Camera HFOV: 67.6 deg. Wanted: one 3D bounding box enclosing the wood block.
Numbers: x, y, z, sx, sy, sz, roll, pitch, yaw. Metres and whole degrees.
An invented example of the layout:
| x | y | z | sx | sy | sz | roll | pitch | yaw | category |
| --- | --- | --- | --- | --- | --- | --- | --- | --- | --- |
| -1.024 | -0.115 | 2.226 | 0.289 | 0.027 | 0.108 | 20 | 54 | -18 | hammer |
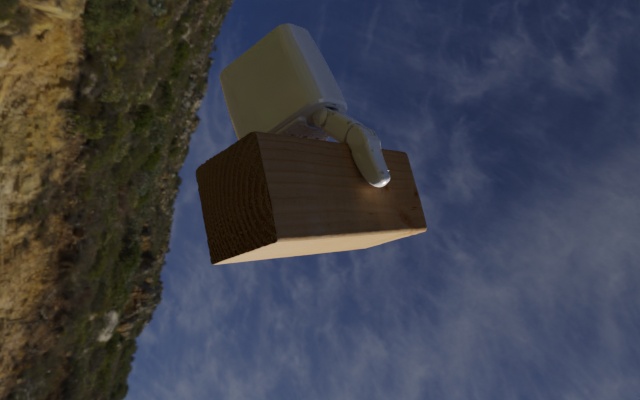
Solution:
| x | y | z | sx | sy | sz | roll | pitch | yaw | category |
| --- | --- | --- | --- | --- | --- | --- | --- | --- | --- |
| 0.000 | 0.001 | 0.455 | 0.206 | 0.090 | 0.091 | 0 | -17 | -46 | wood block |
